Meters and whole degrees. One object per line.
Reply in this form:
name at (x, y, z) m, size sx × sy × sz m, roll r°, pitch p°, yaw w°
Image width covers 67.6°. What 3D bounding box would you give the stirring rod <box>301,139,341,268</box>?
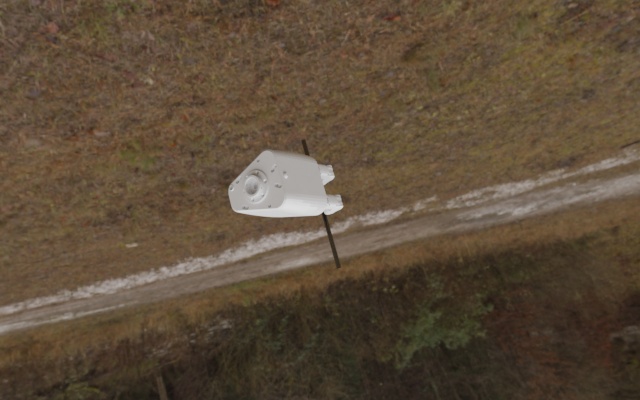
stirring rod at (0.000, 0.003, 0.845) m, size 0.011 × 0.239 × 0.011 m, roll -15°, pitch -13°, yaw -4°
